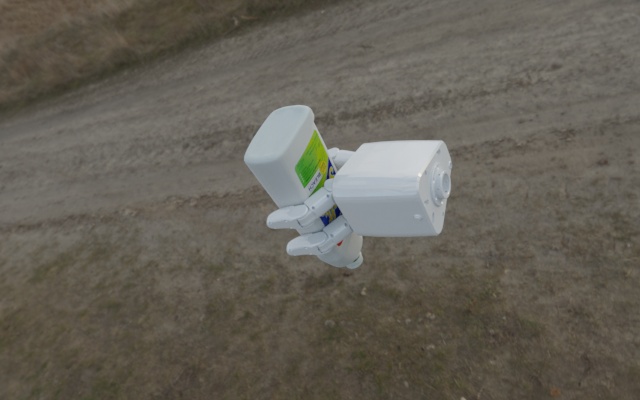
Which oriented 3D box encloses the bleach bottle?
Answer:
[{"bbox_3d":[0.000,0.002,0.634,0.068,0.102,0.251,2,-39,35],"label":"bleach bottle"}]
